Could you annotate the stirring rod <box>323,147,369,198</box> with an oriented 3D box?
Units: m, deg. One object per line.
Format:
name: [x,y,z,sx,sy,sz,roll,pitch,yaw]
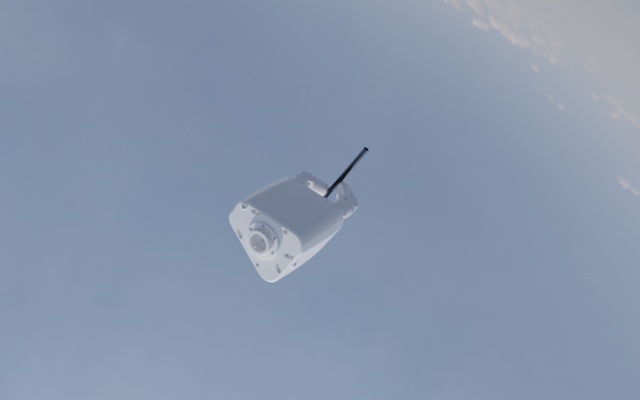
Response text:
stirring rod: [0.000,0.002,0.751,0.011,0.011,0.240,0,-39,-45]
